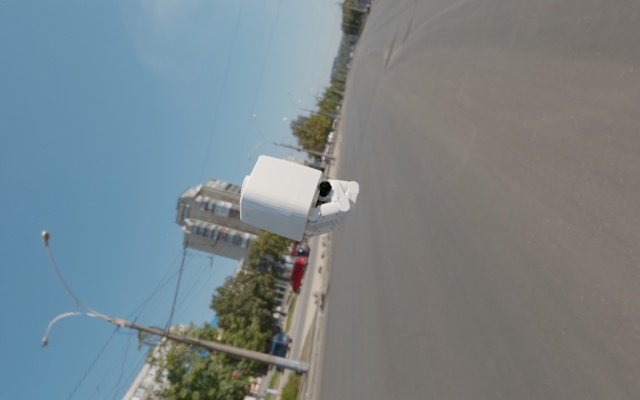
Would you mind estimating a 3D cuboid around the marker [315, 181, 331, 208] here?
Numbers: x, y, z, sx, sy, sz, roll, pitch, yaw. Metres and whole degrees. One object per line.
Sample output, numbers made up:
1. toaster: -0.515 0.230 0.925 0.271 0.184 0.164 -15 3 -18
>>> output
1. marker: 0.000 0.003 0.787 0.020 0.020 0.121 0 -27 -9
